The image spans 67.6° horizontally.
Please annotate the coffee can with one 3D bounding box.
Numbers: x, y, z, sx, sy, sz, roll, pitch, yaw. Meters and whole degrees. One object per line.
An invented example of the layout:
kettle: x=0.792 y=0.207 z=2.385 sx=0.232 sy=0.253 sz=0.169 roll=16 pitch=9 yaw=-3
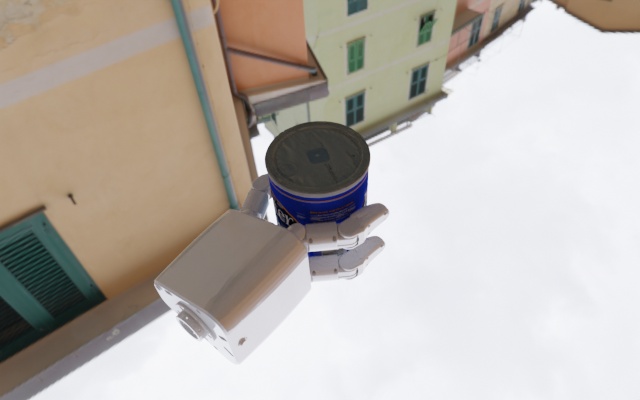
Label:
coffee can: x=0.000 y=0.001 z=0.512 sx=0.103 sy=0.102 sz=0.140 roll=0 pitch=-42 yaw=3
